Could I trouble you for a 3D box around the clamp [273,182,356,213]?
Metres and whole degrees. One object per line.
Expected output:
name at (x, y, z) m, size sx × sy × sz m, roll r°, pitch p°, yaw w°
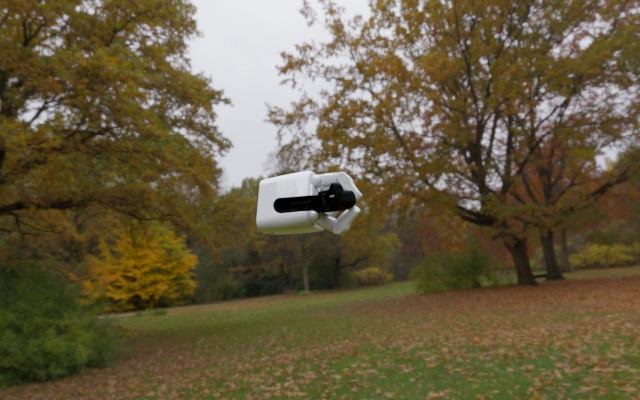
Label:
clamp at (0.000, 0.002, 0.802) m, size 0.120 × 0.039 × 0.171 m, roll -7°, pitch -10°, yaw 18°
